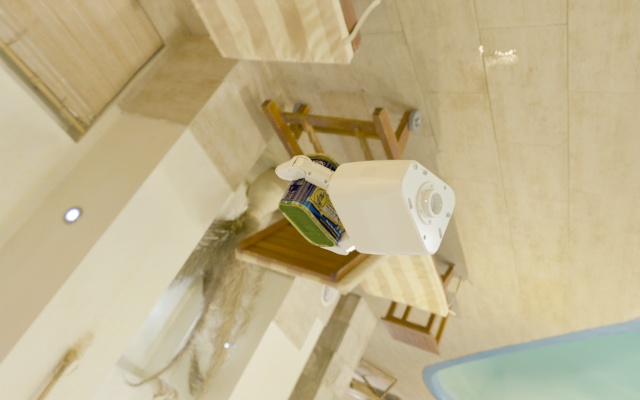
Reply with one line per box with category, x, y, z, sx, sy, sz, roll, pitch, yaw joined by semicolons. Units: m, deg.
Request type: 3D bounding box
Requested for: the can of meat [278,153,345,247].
can of meat;0.000;0.002;0.638;0.057;0.084;0.102;1;-38;43
